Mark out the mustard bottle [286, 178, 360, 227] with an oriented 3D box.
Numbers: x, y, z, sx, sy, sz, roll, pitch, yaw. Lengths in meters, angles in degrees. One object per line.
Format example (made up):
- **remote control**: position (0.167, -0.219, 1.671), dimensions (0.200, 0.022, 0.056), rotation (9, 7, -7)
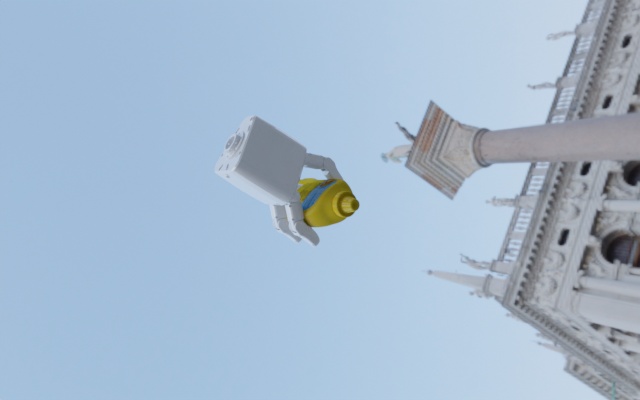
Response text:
- **mustard bottle**: position (0.000, 0.003, 0.800), dimensions (0.096, 0.058, 0.191), rotation (-43, 23, -24)
